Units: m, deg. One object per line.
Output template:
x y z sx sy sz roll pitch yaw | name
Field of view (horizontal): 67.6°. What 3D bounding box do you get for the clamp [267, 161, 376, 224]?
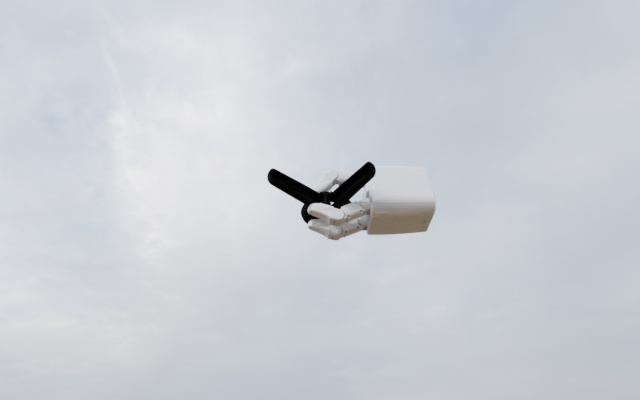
0.000 0.002 0.796 0.164 0.036 0.210 1 -31 0 | clamp
